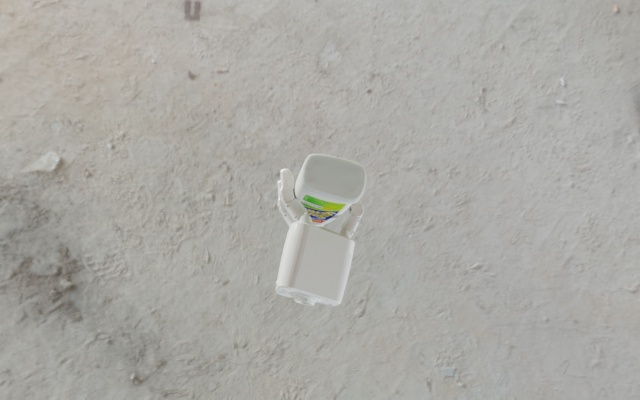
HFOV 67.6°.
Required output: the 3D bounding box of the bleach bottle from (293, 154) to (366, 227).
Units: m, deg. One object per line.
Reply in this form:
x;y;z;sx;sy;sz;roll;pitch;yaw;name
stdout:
0.000;0.003;0.826;0.102;0.068;0.251;15;-20;-4;bleach bottle
